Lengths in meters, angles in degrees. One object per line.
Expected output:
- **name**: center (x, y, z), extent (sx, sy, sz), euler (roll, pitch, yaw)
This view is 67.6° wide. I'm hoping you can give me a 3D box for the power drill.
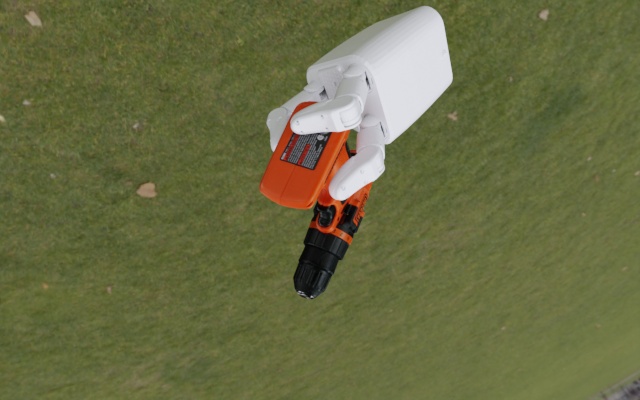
- **power drill**: center (0.000, 0.001, 0.494), extent (0.057, 0.184, 0.188), euler (17, -16, 18)
